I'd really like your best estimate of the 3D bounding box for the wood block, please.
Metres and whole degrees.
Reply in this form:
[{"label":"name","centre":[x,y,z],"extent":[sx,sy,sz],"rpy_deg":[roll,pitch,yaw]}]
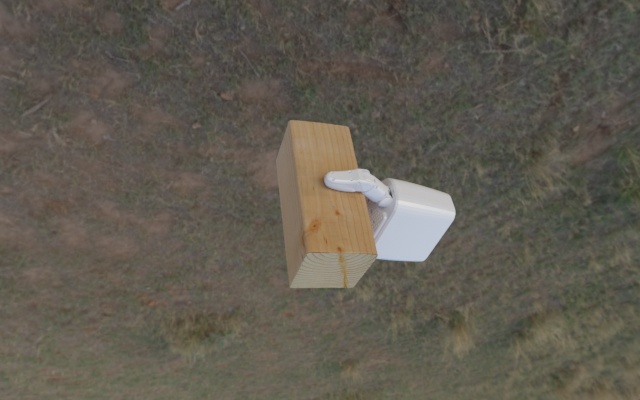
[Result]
[{"label":"wood block","centre":[0.001,0.002,0.633],"extent":[0.090,0.206,0.091],"rpy_deg":[4,-36,-19]}]
